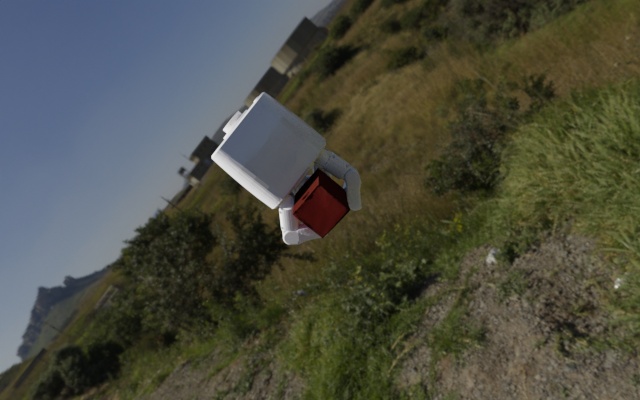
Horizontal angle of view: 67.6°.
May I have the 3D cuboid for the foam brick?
[{"bbox_3d":[0.000,0.002,0.614,0.051,0.053,0.078,39,13,-13],"label":"foam brick"}]
